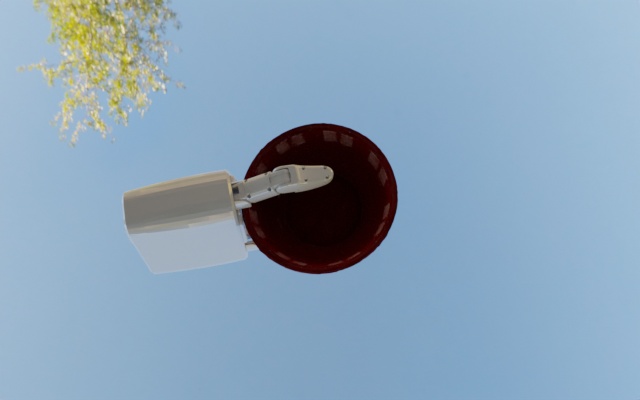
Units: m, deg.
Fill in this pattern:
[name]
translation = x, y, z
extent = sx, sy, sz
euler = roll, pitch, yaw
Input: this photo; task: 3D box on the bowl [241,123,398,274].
[bowl]
translation = 0.001, 0.002, 0.510
extent = 0.162, 0.162, 0.055
euler = 0, -17, 7
